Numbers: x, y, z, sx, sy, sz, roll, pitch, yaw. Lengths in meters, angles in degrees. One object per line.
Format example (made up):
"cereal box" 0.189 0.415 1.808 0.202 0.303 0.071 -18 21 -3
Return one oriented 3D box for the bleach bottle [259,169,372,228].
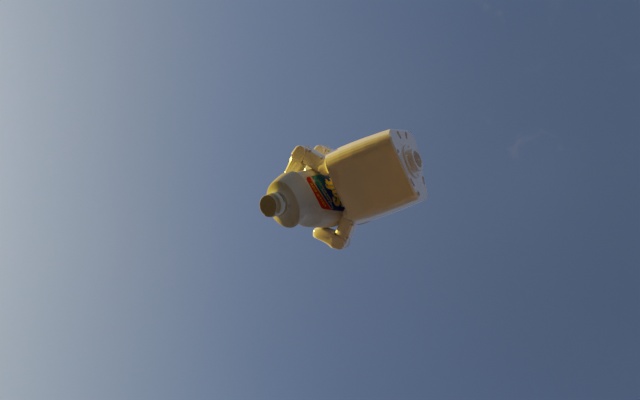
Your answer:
"bleach bottle" 0.000 0.002 0.716 0.068 0.102 0.251 -21 -5 31
